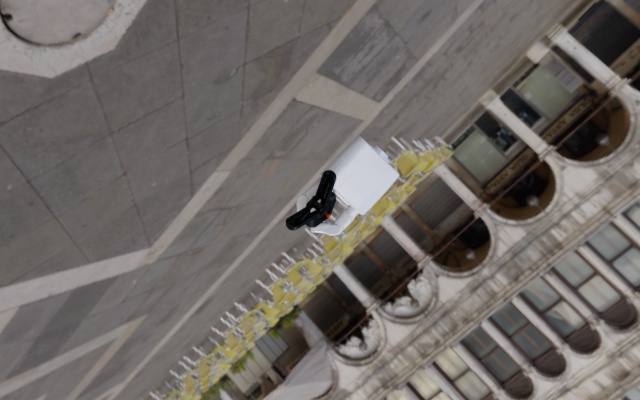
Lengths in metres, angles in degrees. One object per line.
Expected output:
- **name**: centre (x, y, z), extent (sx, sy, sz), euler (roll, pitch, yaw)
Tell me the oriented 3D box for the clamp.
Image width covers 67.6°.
- **clamp**: centre (0.001, 0.003, 0.857), extent (0.039, 0.120, 0.171), euler (43, 7, 10)
